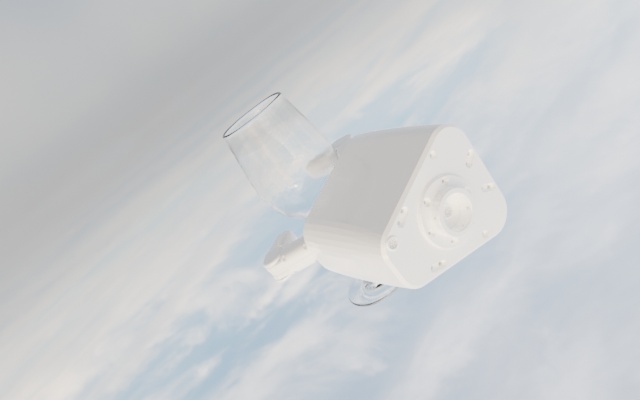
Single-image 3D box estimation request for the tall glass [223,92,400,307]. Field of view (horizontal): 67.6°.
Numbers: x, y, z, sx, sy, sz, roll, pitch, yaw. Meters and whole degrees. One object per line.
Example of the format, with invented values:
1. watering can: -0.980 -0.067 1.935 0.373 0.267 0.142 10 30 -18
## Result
1. tall glass: 0.000 0.002 0.433 0.079 0.201 0.079 -34 20 14
